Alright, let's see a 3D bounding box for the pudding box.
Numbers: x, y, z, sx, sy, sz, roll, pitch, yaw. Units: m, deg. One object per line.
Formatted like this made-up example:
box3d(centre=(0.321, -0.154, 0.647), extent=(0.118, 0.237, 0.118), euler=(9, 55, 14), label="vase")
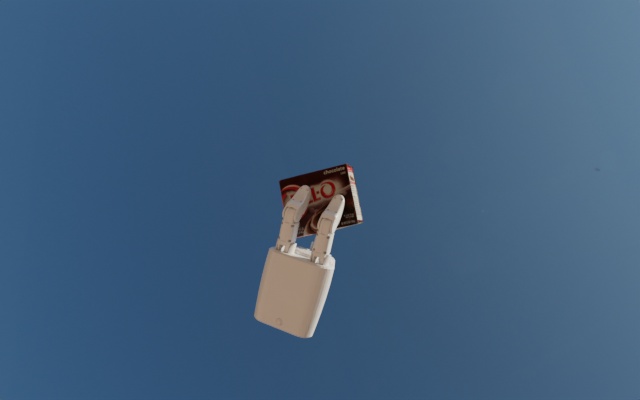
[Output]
box3d(centre=(0.000, 0.002, 0.711), extent=(0.113, 0.090, 0.039), euler=(-13, -7, 17), label="pudding box")
